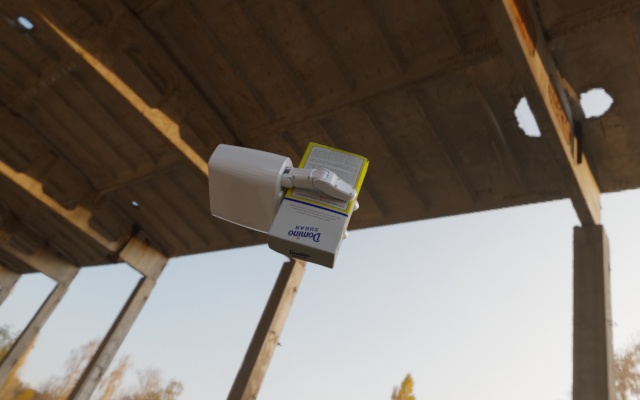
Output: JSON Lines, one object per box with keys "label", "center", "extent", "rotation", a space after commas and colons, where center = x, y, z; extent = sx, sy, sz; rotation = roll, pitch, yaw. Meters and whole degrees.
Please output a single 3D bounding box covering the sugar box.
{"label": "sugar box", "center": [0.000, 0.002, 0.662], "extent": [0.093, 0.176, 0.048], "rotation": [16, -35, 8]}
